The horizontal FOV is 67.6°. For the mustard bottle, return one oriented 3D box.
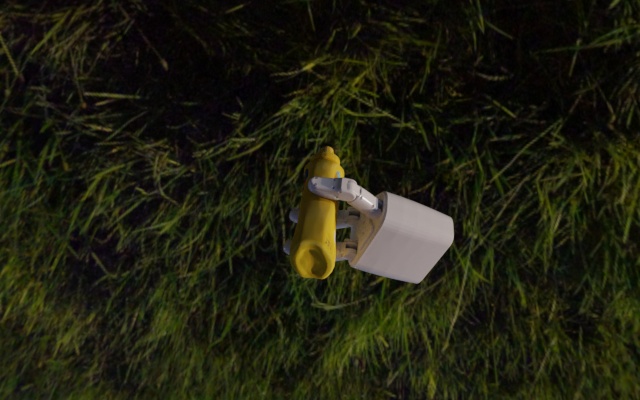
[{"bbox_3d":[0.000,0.002,0.649,0.058,0.191,0.096,4,-36,6],"label":"mustard bottle"}]
